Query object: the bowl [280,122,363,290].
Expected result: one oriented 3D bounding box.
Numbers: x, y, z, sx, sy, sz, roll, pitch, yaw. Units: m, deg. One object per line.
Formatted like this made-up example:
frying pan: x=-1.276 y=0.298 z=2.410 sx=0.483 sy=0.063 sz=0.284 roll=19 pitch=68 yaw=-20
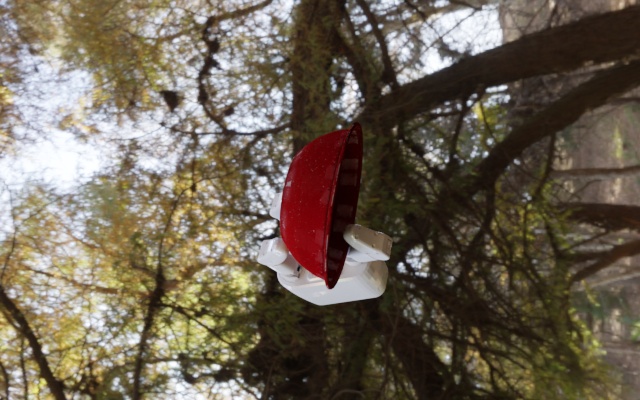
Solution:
bowl: x=0.000 y=0.001 z=0.463 sx=0.055 sy=0.162 sz=0.162 roll=10 pitch=2 yaw=11
